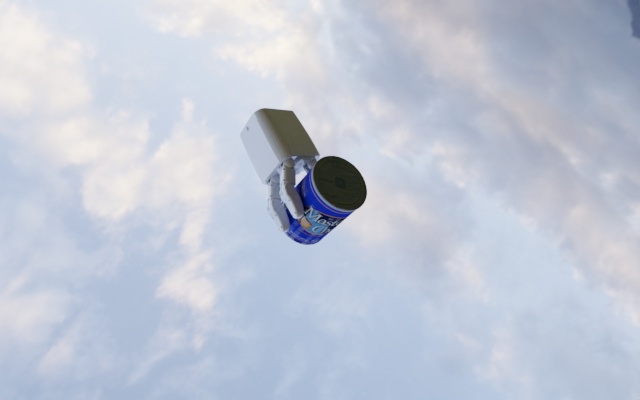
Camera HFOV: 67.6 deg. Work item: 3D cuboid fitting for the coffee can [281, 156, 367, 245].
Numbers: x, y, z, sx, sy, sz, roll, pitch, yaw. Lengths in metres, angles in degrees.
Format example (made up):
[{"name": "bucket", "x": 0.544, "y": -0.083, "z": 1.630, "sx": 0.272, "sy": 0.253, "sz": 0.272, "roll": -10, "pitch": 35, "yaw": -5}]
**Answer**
[{"name": "coffee can", "x": 0.000, "y": 0.003, "z": 0.824, "sx": 0.103, "sy": 0.102, "sz": 0.140, "roll": 0, "pitch": -28, "yaw": -32}]
